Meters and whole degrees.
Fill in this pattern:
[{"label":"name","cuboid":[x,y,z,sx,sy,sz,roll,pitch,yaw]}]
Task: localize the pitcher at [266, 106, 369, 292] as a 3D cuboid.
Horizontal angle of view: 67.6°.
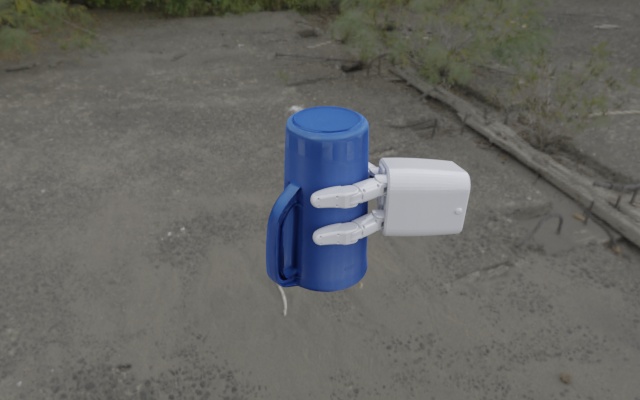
[{"label":"pitcher","cuboid":[0.000,0.002,0.667,0.145,0.243,0.149,1,31,0]}]
